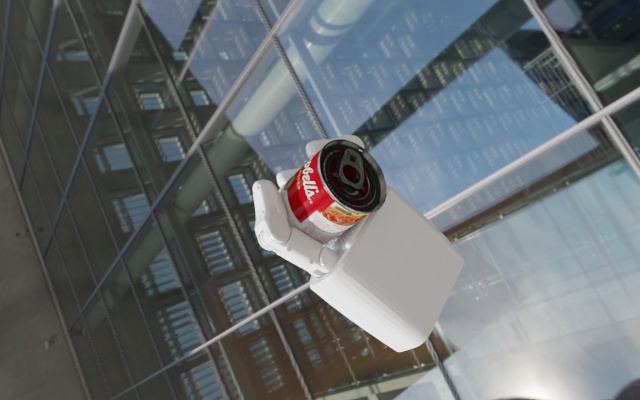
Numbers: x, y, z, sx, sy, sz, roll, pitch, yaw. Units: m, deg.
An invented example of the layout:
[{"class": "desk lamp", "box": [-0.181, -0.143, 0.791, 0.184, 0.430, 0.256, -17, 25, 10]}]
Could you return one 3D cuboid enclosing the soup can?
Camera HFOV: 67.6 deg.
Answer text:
[{"class": "soup can", "box": [-0.001, 0.001, 0.421, 0.068, 0.068, 0.102, 0, -26, -37]}]
